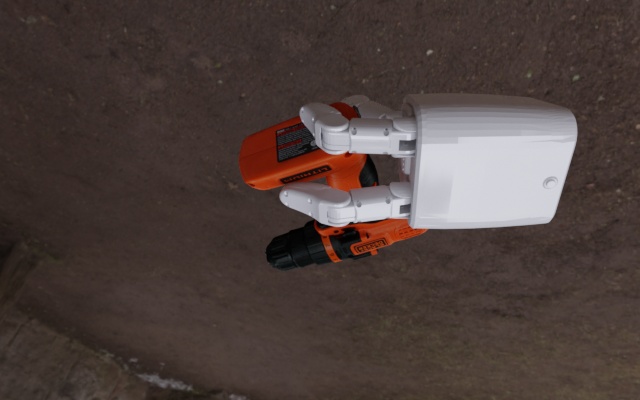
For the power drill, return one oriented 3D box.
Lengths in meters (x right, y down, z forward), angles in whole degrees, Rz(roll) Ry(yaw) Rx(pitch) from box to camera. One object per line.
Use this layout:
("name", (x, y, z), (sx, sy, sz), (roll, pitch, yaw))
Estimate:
("power drill", (0.000, 0.001, 0.457), (0.184, 0.057, 0.188), (-20, -35, 13))
